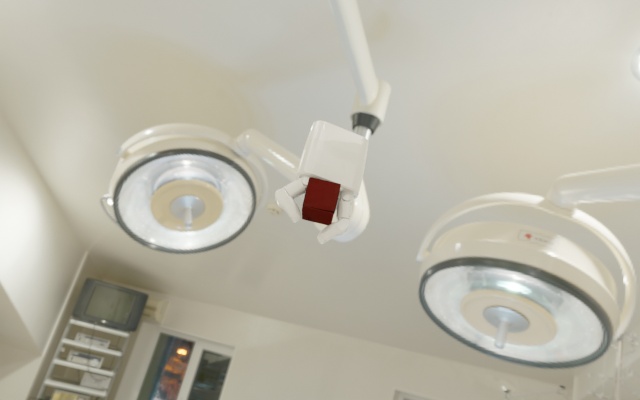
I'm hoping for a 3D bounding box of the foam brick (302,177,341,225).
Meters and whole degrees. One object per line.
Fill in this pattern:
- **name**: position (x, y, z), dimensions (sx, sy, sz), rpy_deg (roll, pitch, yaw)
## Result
- **foam brick**: position (0.000, 0.003, 0.777), dimensions (0.053, 0.051, 0.078), rpy_deg (14, -18, 1)
